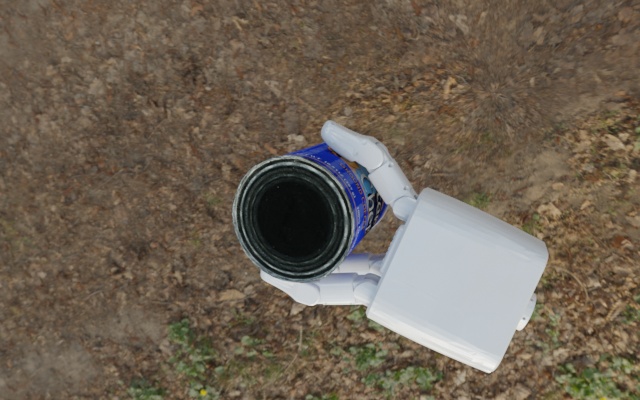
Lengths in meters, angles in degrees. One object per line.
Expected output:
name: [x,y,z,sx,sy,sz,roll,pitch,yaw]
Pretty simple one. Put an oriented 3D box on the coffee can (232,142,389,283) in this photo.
coffee can: [0.000,0.001,0.432,0.103,0.103,0.140,0,12,20]
